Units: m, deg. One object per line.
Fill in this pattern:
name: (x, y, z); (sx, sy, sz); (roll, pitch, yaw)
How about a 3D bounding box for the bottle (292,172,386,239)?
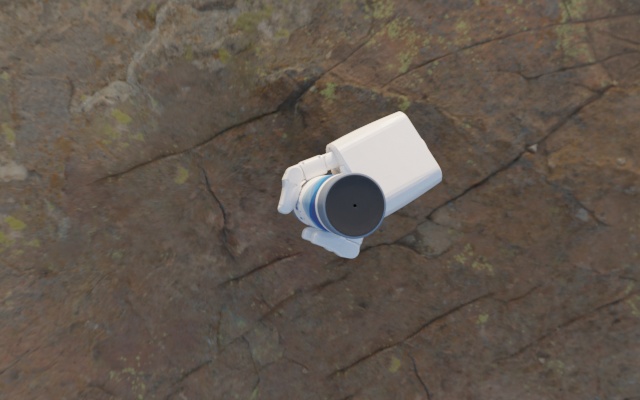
bottle: (0.000, 0.002, 0.616); (0.069, 0.069, 0.295); (0, 1, -14)
